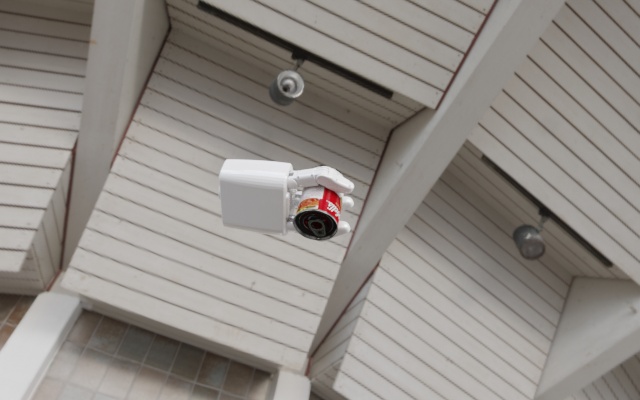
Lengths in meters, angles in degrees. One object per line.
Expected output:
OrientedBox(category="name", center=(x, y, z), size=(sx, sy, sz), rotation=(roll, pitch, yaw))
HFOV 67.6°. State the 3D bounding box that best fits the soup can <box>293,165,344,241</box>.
OrientedBox(category="soup can", center=(0.001, 0.002, 0.745), size=(0.068, 0.069, 0.102), rotation=(6, 46, 6))
